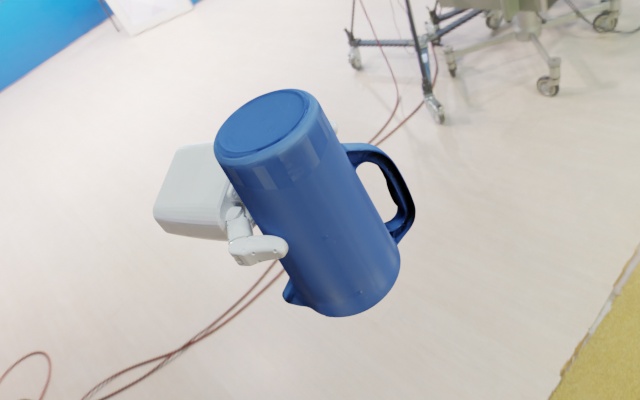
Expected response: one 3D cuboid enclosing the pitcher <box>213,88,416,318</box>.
[{"bbox_3d":[0.000,0.002,0.510,0.145,0.149,0.243,1,-41,30],"label":"pitcher"}]
